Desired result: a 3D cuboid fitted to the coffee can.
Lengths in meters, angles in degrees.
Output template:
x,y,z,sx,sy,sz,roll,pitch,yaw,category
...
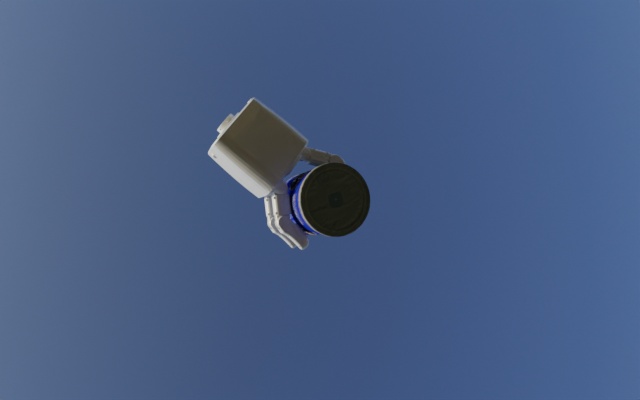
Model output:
x,y,z,sx,sy,sz,roll,pitch,yaw,category
0.000,0.002,0.717,0.103,0.103,0.140,0,-3,-18,coffee can
